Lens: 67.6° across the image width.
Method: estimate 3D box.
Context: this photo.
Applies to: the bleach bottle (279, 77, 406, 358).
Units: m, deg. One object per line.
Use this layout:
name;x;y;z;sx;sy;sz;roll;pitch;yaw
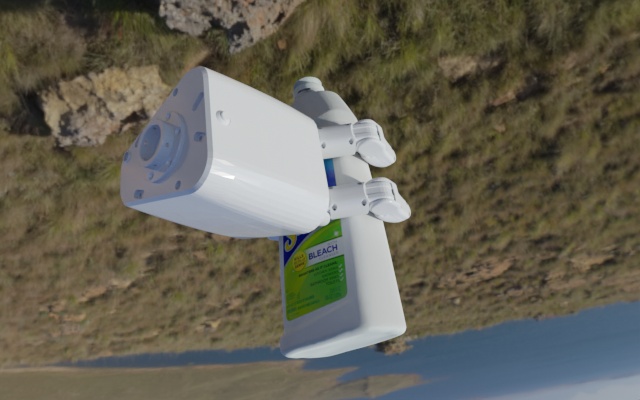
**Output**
bleach bottle;0.000;0.001;0.424;0.102;0.250;0.068;-28;-31;33
